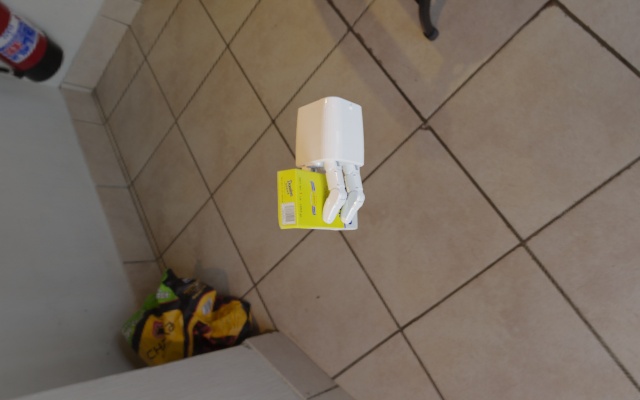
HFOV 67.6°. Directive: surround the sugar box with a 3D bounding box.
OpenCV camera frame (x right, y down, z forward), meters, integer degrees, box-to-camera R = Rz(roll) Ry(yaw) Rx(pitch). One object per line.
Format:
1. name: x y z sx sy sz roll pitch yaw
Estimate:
1. sugar box: 0.000 0.002 0.811 0.048 0.093 0.176 -6 -7 38
